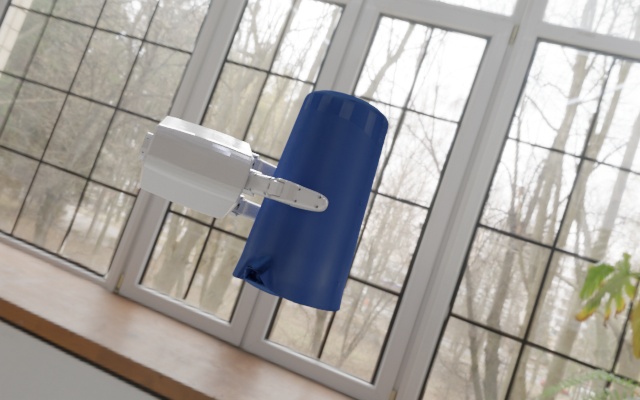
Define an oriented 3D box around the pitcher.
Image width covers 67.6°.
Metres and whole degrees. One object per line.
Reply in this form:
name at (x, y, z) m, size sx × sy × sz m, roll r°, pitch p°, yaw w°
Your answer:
pitcher at (0.000, 0.002, 0.581) m, size 0.145 × 0.243 × 0.149 m, roll 20°, pitch -4°, yaw -14°
